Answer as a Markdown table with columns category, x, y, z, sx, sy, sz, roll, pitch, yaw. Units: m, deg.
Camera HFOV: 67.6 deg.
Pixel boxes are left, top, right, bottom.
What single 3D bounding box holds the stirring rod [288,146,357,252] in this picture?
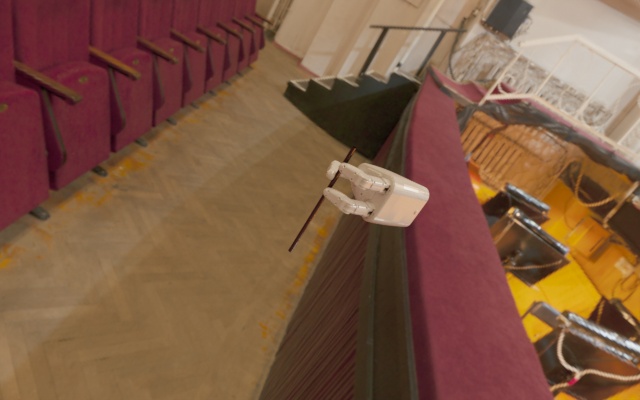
| category | x | y | z | sx | sy | sz | roll | pitch | yaw |
| --- | --- | --- | --- | --- | --- | --- | --- | --- | --- |
| stirring rod | 0.000 | 0.003 | 0.865 | 0.011 | 0.240 | 0.011 | 26 | 24 | -13 |
